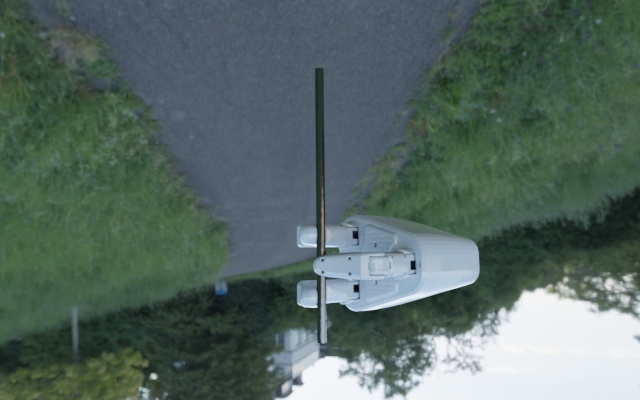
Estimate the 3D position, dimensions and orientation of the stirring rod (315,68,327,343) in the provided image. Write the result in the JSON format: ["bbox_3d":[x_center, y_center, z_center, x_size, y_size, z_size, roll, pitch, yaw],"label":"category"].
[{"bbox_3d":[0.000,0.001,0.419,0.011,0.239,0.011,-1,-6,0],"label":"stirring rod"}]
